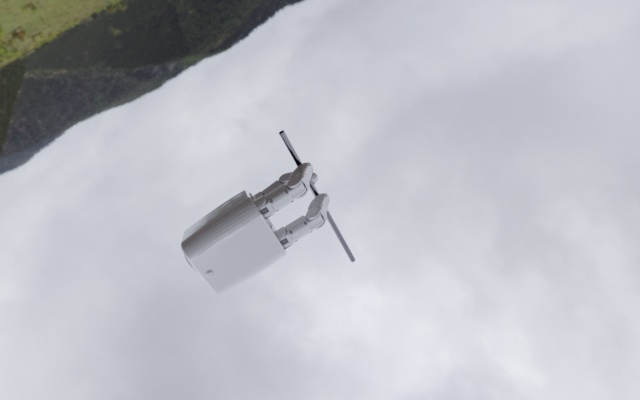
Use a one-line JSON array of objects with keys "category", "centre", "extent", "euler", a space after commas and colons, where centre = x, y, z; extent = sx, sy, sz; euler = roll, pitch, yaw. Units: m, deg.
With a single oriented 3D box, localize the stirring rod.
[{"category": "stirring rod", "centre": [0.000, 0.002, 0.676], "extent": [0.011, 0.240, 0.011], "euler": [-21, 32, 14]}]
